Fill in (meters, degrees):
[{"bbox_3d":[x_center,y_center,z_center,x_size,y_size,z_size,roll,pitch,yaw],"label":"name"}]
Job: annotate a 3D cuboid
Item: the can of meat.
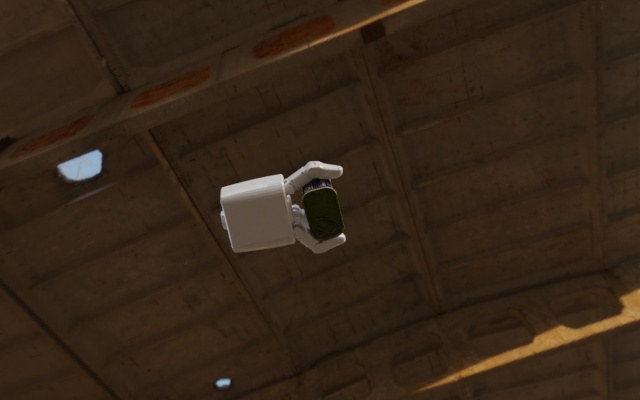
[{"bbox_3d":[0.000,0.002,0.818,0.057,0.102,0.084,-15,32,0],"label":"can of meat"}]
